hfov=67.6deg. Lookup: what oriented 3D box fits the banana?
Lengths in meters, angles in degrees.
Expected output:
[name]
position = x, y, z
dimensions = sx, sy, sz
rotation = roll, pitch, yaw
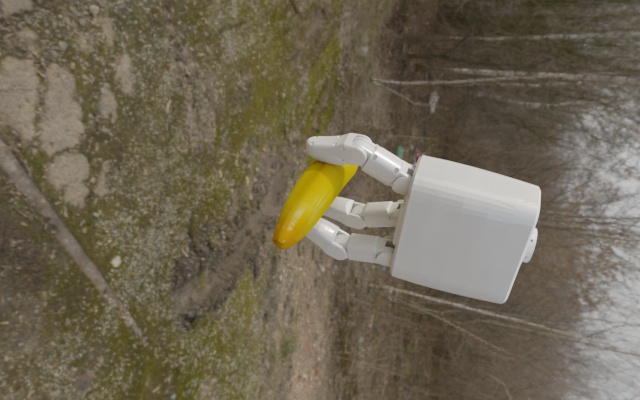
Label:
[banana]
position = 0.006, -0.016, 0.467
dimensions = 0.037, 0.070, 0.197
rotation = 22, 23, 9
